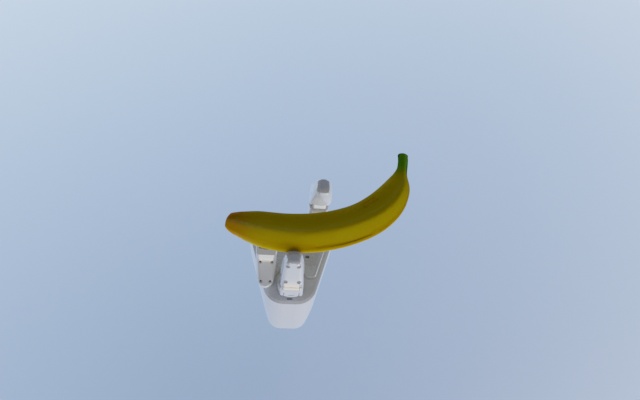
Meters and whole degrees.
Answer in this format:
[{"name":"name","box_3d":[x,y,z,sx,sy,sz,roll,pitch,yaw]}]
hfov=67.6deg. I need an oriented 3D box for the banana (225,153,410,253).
[{"name":"banana","box_3d":[0.011,0.015,0.462,0.198,0.069,0.037,-19,-27,-17]}]
